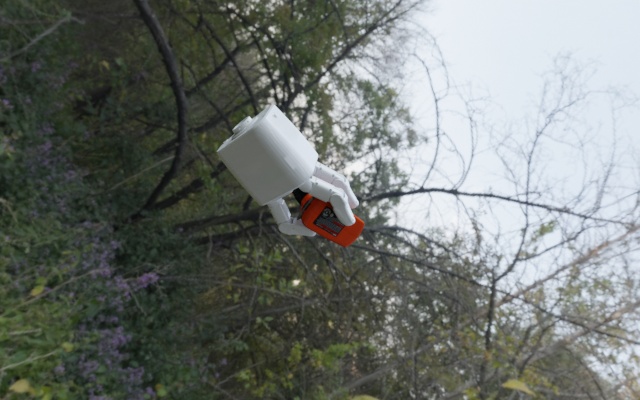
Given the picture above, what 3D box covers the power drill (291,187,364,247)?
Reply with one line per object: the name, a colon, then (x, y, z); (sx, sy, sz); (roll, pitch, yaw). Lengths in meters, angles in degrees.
power drill: (0.000, 0.003, 0.809); (0.184, 0.057, 0.187); (29, 11, -33)
